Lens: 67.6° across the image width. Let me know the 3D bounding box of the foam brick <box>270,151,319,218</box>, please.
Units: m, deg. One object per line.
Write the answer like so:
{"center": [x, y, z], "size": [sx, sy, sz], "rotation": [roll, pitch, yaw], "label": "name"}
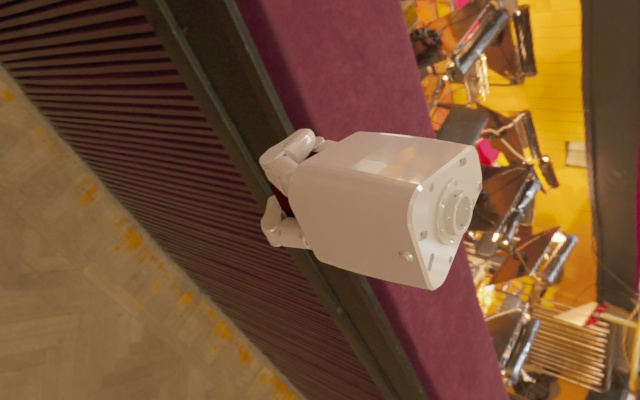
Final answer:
{"center": [0.000, 0.002, 0.440], "size": [0.051, 0.078, 0.053], "rotation": [11, 49, 39], "label": "foam brick"}
